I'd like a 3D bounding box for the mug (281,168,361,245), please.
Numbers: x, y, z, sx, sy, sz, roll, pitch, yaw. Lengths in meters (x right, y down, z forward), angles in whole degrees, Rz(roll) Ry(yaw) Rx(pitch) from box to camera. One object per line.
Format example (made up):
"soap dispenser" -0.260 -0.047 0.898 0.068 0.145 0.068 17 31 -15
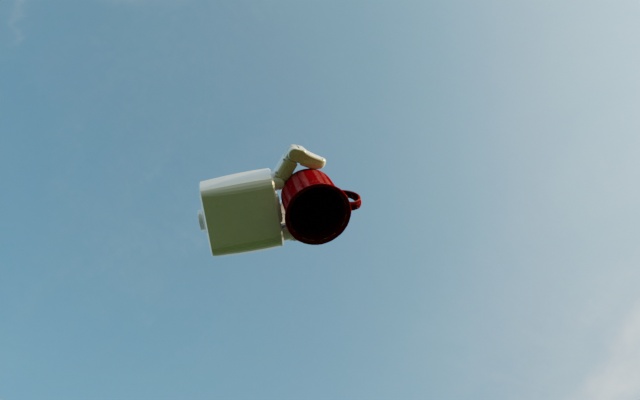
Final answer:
"mug" 0.001 0.002 0.685 0.117 0.093 0.081 -9 25 -10
